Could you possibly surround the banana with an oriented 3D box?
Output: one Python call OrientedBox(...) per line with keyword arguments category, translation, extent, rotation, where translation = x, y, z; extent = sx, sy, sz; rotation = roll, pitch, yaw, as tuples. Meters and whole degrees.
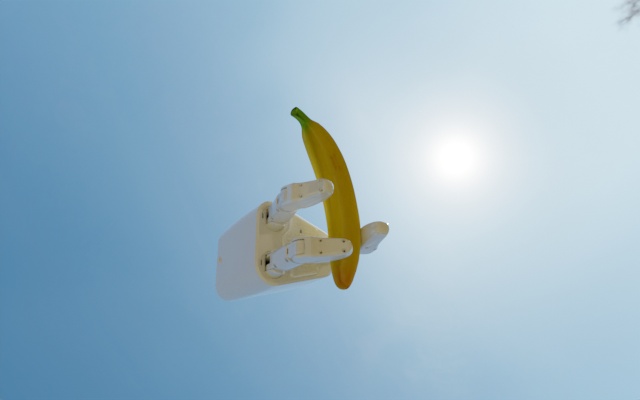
OrientedBox(category="banana", translation=(0.011, -0.003, 0.524), extent=(0.037, 0.198, 0.069), rotation=(-22, -9, 40))
